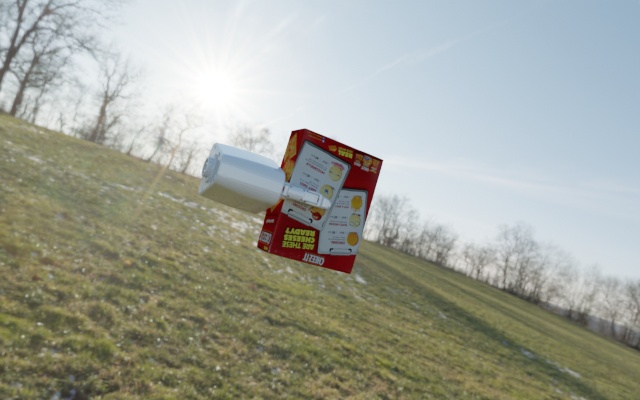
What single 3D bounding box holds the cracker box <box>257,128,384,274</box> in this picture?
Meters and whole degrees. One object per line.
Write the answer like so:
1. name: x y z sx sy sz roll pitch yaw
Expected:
1. cracker box: 0.000 0.003 0.833 0.164 0.213 0.072 18 -4 -25
